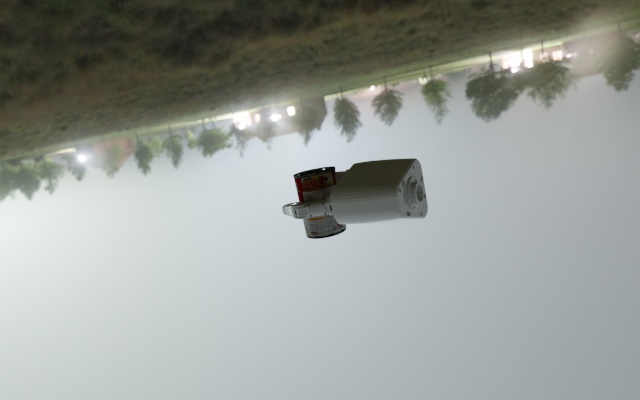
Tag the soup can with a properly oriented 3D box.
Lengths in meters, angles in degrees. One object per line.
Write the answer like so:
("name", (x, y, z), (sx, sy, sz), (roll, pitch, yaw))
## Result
("soup can", (0.000, 0.003, 0.757), (0.068, 0.102, 0.068), (-11, 10, 2))
